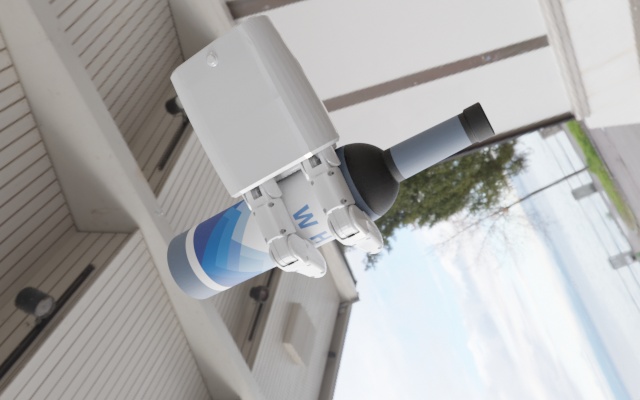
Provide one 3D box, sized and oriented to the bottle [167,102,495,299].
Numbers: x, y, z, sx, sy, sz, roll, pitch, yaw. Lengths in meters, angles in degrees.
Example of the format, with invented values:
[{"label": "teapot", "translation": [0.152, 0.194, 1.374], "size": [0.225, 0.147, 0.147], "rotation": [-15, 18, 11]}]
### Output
[{"label": "bottle", "translation": [0.000, 0.002, 0.404], "size": [0.296, 0.069, 0.069], "rotation": [-27, -11, 21]}]
